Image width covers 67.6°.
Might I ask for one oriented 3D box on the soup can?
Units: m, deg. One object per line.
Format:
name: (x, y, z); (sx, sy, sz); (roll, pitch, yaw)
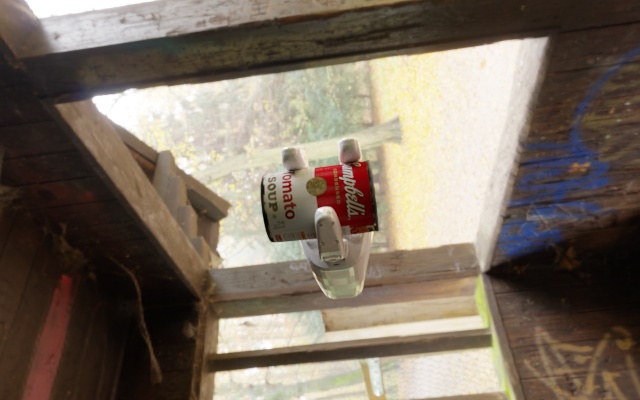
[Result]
soup can: (0.000, 0.001, 0.451); (0.102, 0.068, 0.068); (-7, -1, 4)
